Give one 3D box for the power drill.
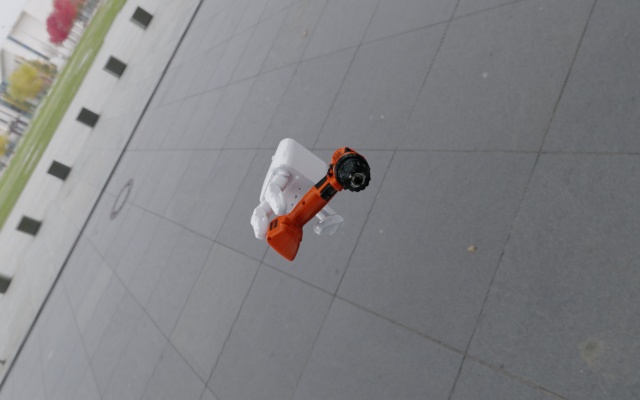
[{"bbox_3d":[0.000,0.003,0.719,0.057,0.187,0.184,43,8,-9],"label":"power drill"}]
